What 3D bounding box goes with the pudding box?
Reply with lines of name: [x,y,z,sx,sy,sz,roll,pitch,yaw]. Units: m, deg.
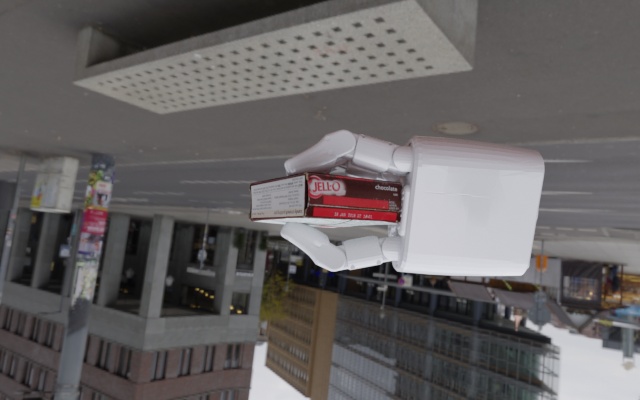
pudding box: [0.000,0.002,0.408,0.090,0.039,0.113,6,-8,-30]
